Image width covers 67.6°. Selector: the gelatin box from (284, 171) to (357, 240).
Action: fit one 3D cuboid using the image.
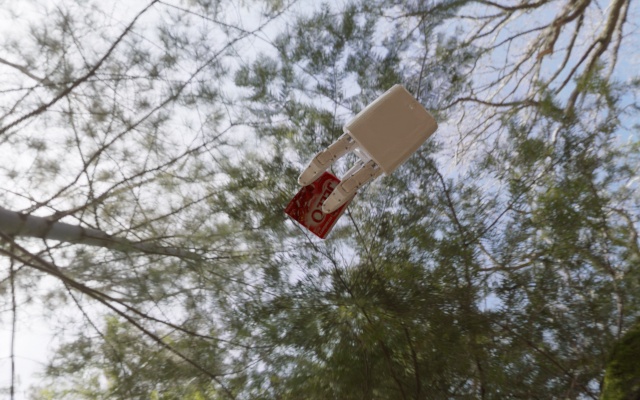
[{"bbox_3d":[0.000,0.003,0.718,0.073,0.089,0.030,35,3,13],"label":"gelatin box"}]
